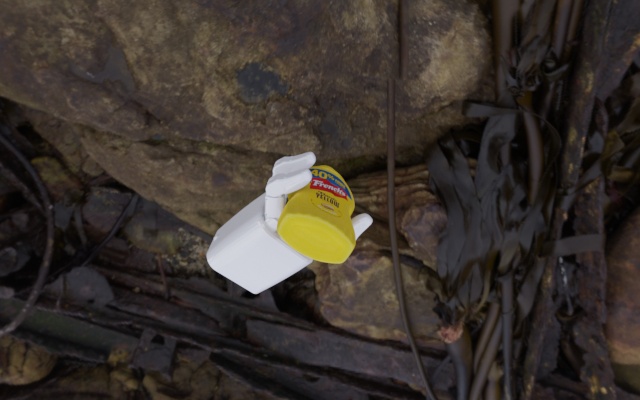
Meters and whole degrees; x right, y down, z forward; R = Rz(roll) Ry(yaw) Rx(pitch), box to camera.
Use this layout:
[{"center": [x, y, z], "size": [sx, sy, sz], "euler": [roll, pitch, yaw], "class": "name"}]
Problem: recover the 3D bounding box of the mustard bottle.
[{"center": [0.000, 0.002, 0.647], "size": [0.096, 0.058, 0.191], "euler": [25, 27, -9], "class": "mustard bottle"}]
